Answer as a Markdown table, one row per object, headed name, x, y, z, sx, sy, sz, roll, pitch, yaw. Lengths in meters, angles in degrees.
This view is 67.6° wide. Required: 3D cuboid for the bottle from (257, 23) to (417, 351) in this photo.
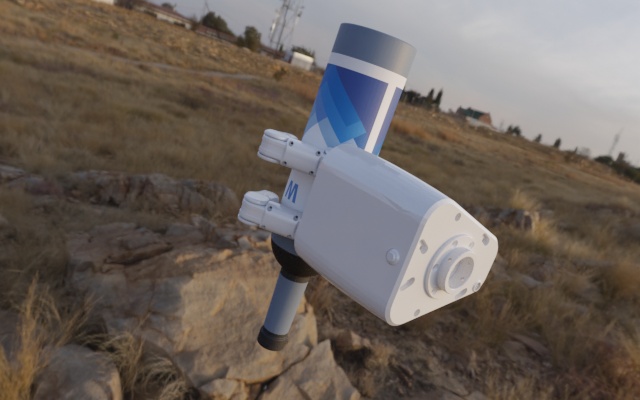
| name | x | y | z | sx | sy | sz | roll | pitch | yaw |
| --- | --- | --- | --- | --- | --- | --- | --- | --- | --- |
| bottle | 0.000 | 0.001 | 0.424 | 0.069 | 0.296 | 0.069 | 18 | 13 | -4 |
